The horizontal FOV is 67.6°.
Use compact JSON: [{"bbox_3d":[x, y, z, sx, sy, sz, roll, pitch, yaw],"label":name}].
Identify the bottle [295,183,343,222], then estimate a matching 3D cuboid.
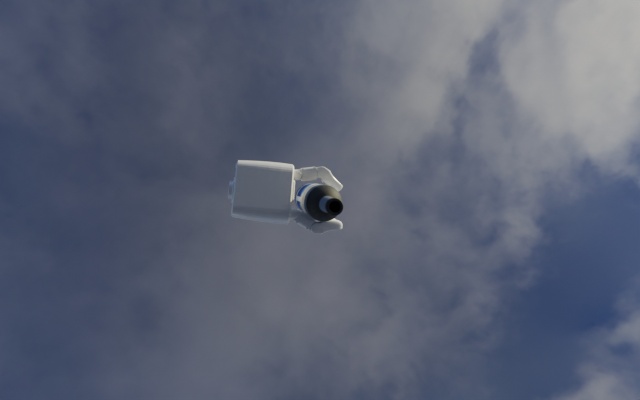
[{"bbox_3d":[0.000,0.003,0.887,0.069,0.069,0.295,0,3,-9],"label":"bottle"}]
